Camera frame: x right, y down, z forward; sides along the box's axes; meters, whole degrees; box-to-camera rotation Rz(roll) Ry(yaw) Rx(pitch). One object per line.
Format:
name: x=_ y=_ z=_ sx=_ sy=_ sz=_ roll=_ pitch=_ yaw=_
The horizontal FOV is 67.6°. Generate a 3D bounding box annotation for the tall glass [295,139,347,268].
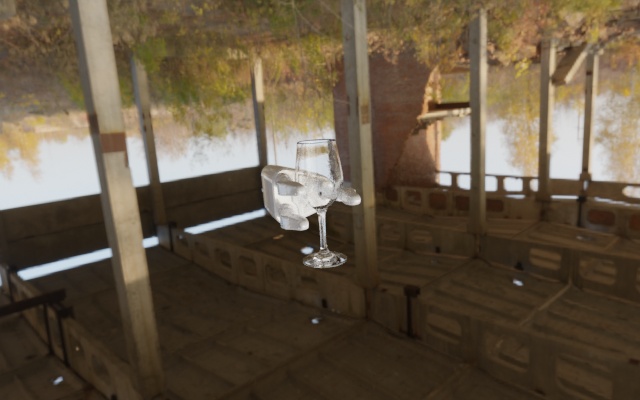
tall glass: x=0.000 y=0.003 z=0.778 sx=0.079 sy=0.201 sz=0.079 roll=-4 pitch=13 yaw=1
